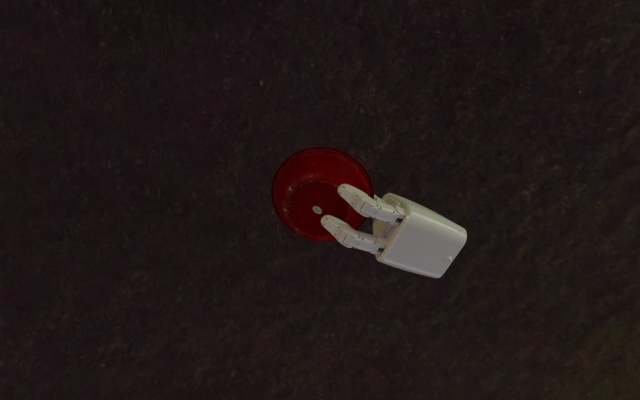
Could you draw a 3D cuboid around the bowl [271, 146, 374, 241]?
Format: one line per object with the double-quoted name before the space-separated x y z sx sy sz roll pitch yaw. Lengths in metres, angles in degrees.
"bowl" -0.001 0.002 0.720 0.162 0.162 0.055 0 24 6
